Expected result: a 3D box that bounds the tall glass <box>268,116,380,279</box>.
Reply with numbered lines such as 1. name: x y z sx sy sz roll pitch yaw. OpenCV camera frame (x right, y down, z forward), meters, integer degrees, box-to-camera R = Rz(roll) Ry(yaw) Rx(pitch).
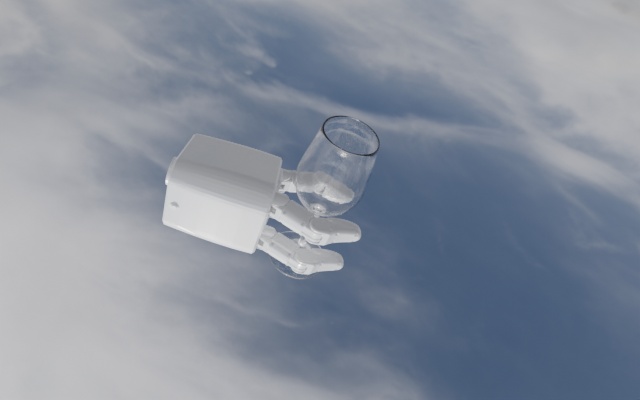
1. tall glass: 0.000 0.002 0.541 0.079 0.079 0.201 0 -42 -25
